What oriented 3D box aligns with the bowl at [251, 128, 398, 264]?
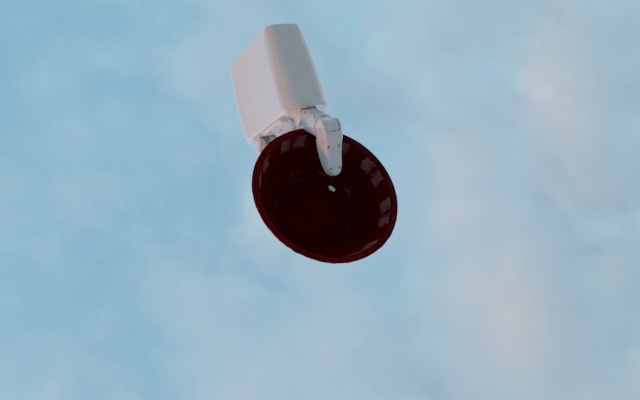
[{"bbox_3d":[0.000,0.003,0.520,0.162,0.162,0.055,0,-28,-21],"label":"bowl"}]
